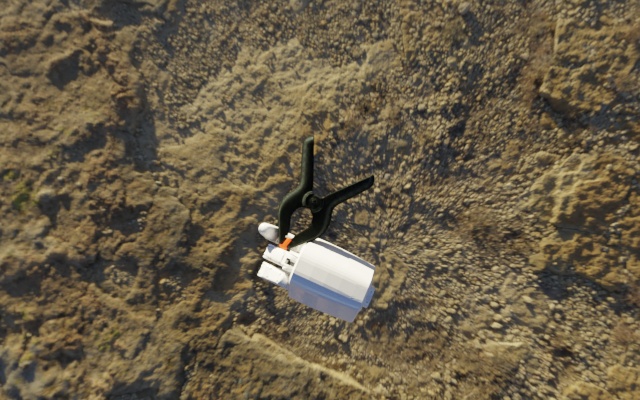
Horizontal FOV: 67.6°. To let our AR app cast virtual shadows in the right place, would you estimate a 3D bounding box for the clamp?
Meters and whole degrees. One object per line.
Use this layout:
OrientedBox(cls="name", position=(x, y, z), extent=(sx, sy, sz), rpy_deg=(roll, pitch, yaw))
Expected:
OrientedBox(cls="clamp", position=(0.000, 0.002, 0.703), extent=(0.120, 0.171, 0.039), rpy_deg=(24, -3, 5))
